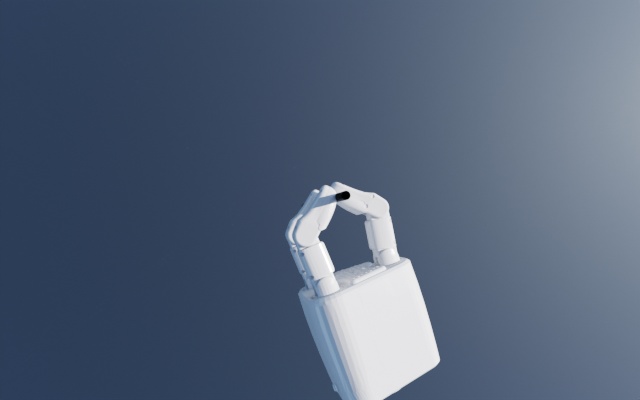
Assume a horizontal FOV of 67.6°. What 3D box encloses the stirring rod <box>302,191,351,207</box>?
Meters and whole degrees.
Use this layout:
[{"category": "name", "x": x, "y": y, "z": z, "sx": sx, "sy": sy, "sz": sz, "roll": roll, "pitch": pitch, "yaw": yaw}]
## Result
[{"category": "stirring rod", "x": 0.000, "y": 0.002, "z": 0.524, "sx": 0.011, "sy": 0.011, "sz": 0.239, "roll": 0, "pitch": -3, "yaw": -10}]
